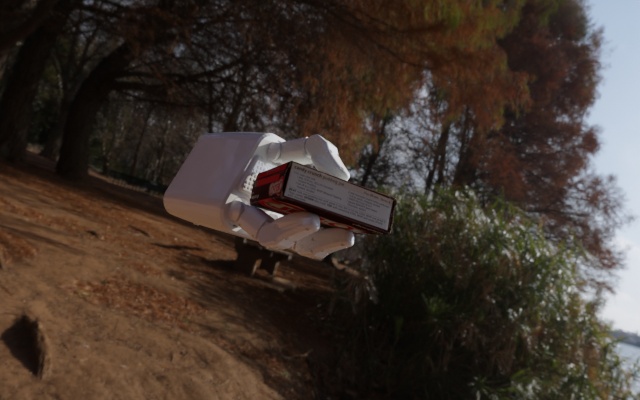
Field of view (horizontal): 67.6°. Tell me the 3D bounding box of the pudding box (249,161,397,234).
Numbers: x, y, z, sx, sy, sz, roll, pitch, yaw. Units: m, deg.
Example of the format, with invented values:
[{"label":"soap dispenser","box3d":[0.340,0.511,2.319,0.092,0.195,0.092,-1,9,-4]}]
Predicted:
[{"label":"pudding box","box3d":[0.000,0.001,0.450,0.113,0.039,0.090,17,-10,-23]}]
